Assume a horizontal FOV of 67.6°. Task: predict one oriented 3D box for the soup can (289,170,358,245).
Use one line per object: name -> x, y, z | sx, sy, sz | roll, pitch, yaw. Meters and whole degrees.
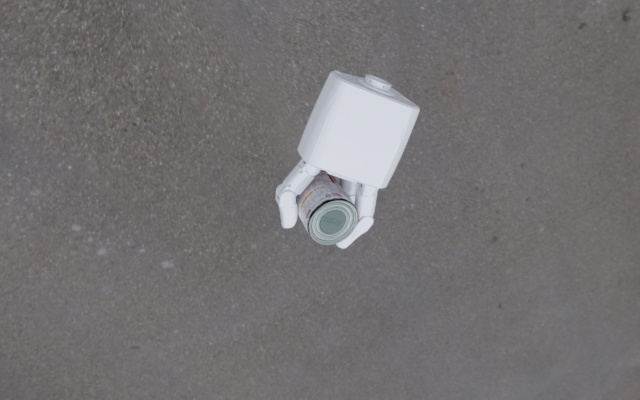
soup can -> 0.000, 0.003, 0.618 | 0.068, 0.068, 0.102 | 0, 30, -22
